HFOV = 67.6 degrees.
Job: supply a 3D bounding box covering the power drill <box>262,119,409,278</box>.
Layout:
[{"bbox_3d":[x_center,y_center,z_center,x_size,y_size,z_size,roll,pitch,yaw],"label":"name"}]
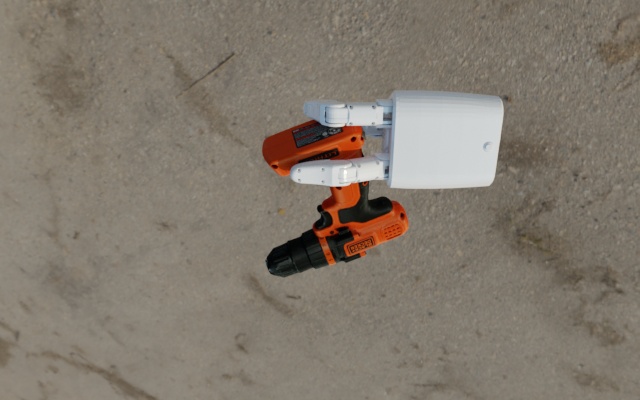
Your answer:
[{"bbox_3d":[0.000,0.001,0.550,0.184,0.188,0.057,-22,42,0],"label":"power drill"}]
